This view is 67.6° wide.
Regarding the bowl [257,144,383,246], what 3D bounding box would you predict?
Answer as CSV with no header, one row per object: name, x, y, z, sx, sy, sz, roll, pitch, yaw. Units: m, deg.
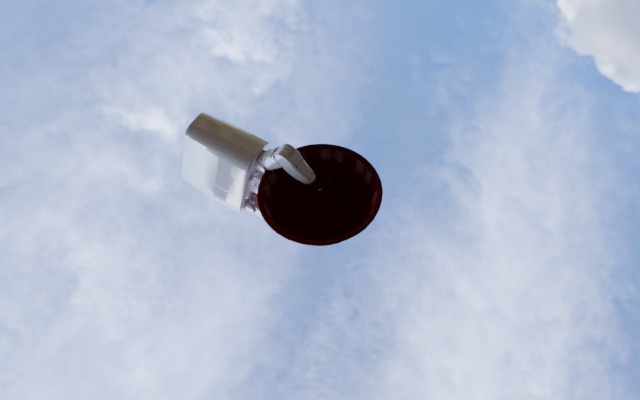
bowl,0.001,0.003,0.632,0.162,0.162,0.055,0,-36,4
